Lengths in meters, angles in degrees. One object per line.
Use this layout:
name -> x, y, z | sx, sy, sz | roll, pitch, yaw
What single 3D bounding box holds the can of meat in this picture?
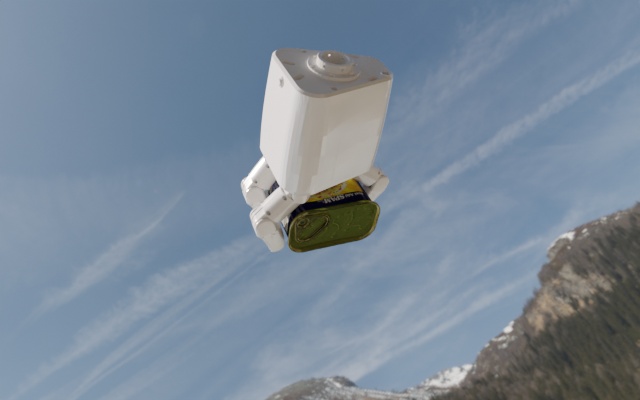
can of meat -> 0.000, 0.002, 0.523 | 0.102, 0.057, 0.084 | -10, 45, -21
